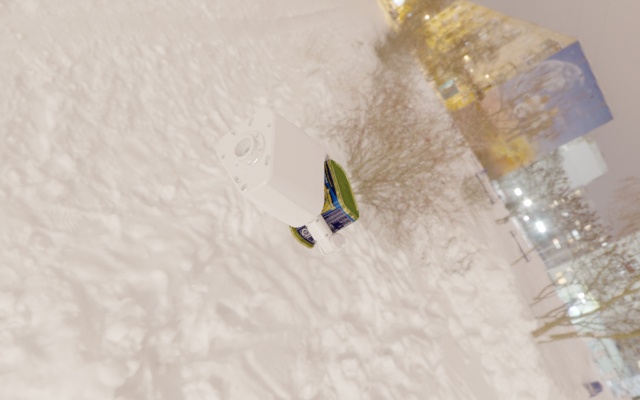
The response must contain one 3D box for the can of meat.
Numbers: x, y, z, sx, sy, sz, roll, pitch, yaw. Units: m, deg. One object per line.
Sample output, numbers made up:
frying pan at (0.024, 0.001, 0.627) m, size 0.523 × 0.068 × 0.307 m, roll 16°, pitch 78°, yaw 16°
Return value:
can of meat at (0.000, 0.002, 0.663) m, size 0.084 × 0.102 × 0.057 m, roll -31°, pitch -40°, yaw 19°
